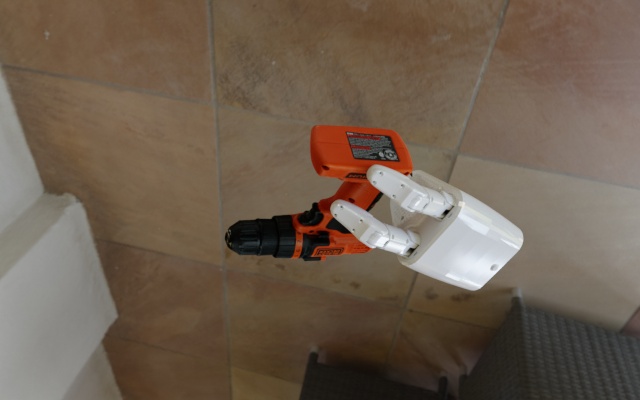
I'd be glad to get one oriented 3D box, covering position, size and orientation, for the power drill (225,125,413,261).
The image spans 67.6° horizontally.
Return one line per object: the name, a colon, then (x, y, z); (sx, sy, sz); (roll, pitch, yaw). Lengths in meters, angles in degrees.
power drill: (0.000, 0.001, 0.515); (0.184, 0.057, 0.188); (-1, -34, -22)
